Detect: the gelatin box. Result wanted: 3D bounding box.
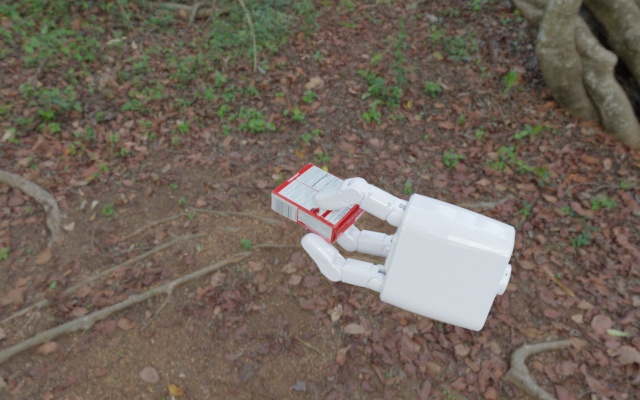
[{"bbox_3d":[0.000,0.001,0.543,0.089,0.030,0.073,29,46,22],"label":"gelatin box"}]
